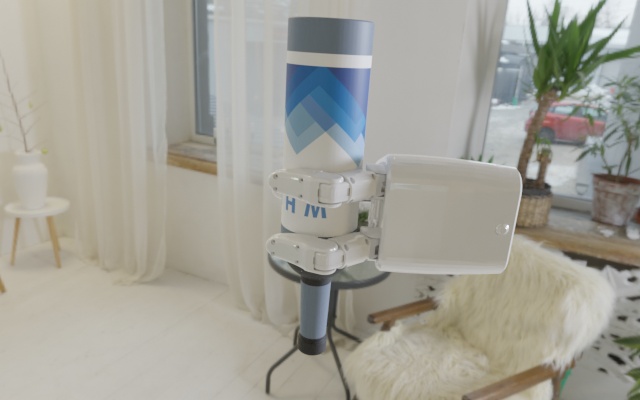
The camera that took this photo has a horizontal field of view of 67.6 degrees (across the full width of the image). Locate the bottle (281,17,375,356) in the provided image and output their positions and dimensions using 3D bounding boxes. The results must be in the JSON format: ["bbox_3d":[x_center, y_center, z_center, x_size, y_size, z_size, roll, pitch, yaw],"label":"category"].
[{"bbox_3d":[0.000,0.001,0.412,0.069,0.296,0.069,3,18,-1],"label":"bottle"}]
